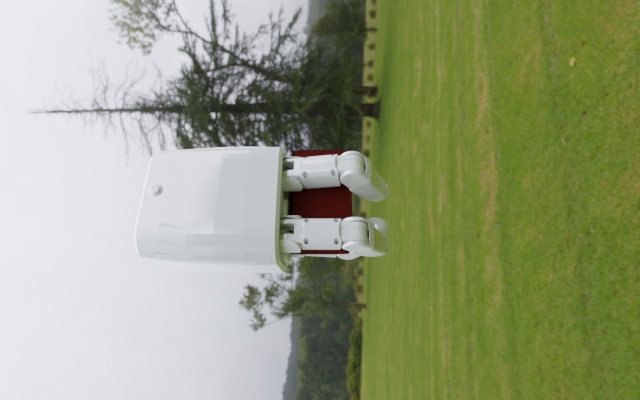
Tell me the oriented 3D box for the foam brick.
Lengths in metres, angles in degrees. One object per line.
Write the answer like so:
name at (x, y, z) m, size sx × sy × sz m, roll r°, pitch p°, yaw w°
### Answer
foam brick at (0.000, 0.001, 0.413) m, size 0.051 × 0.078 × 0.053 m, roll 0°, pitch -31°, yaw 0°
